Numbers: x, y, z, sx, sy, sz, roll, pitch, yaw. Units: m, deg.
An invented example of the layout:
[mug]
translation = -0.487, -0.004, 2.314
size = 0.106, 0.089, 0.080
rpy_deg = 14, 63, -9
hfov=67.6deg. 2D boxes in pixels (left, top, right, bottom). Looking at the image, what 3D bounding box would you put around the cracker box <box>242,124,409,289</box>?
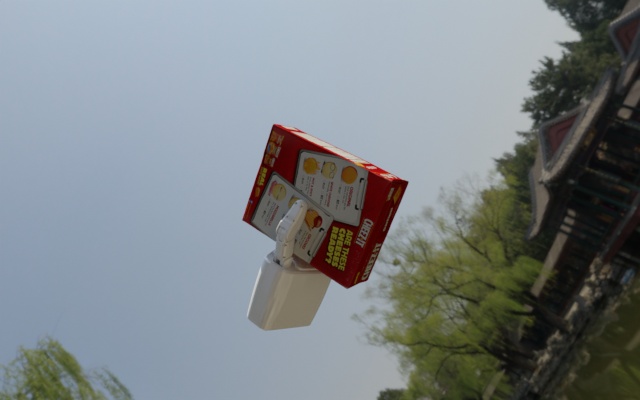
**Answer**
[cracker box]
translation = 0.000, 0.002, 0.705
size = 0.213, 0.164, 0.072
rpy_deg = 29, 18, 28
